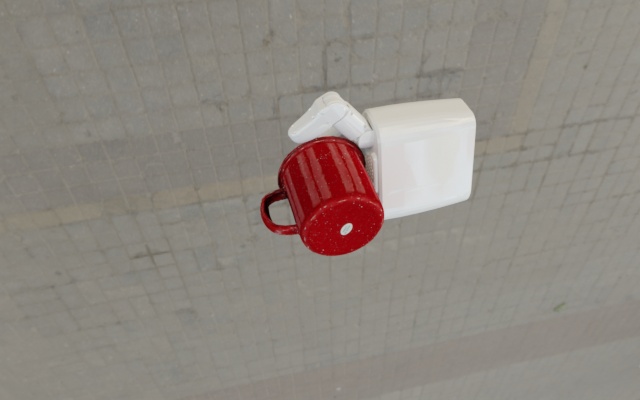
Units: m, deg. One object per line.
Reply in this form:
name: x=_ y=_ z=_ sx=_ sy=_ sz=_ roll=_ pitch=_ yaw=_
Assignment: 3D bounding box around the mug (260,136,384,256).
mug: x=-0.001 y=0.002 z=0.460 sx=0.117 sy=0.093 sz=0.081 roll=-13 pitch=46 yaw=-8
